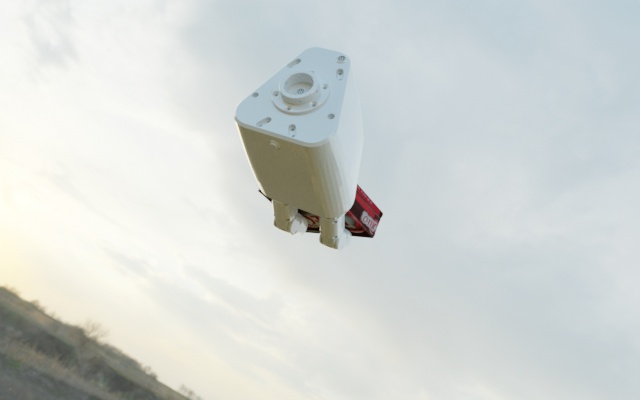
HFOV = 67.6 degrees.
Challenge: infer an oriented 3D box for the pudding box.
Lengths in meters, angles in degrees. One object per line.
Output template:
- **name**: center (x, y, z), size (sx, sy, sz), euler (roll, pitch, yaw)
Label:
- **pudding box**: center (0.000, 0.002, 0.533), size (0.113, 0.039, 0.090), euler (3, -34, 45)
